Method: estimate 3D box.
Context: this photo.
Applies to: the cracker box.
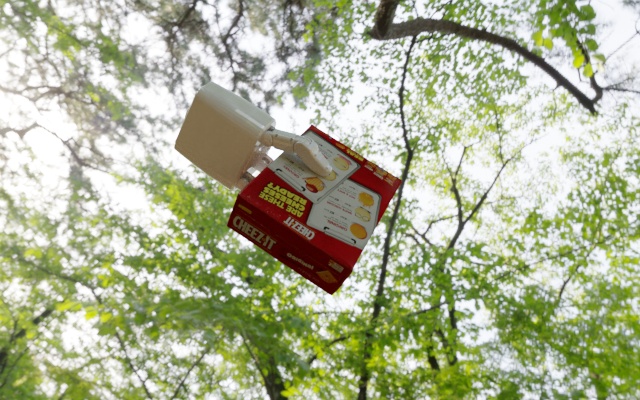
[{"bbox_3d":[0.000,0.002,0.654,0.164,0.072,0.213,33,41,4],"label":"cracker box"}]
